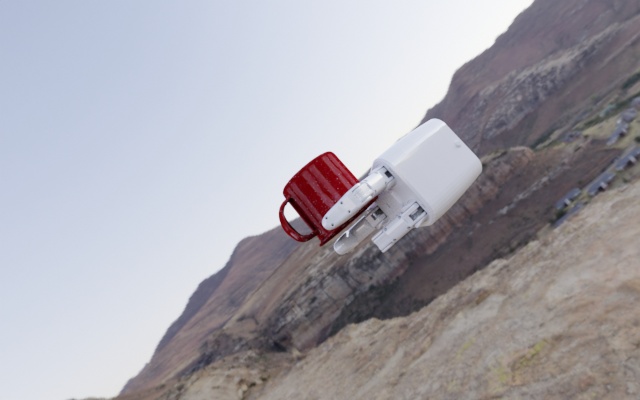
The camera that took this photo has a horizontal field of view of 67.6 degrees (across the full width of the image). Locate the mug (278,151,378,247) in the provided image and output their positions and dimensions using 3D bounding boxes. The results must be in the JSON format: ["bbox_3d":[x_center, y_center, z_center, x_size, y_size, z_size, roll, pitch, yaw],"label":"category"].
[{"bbox_3d":[-0.001,0.003,0.570,0.117,0.081,0.093,-37,-8,-26],"label":"mug"}]
